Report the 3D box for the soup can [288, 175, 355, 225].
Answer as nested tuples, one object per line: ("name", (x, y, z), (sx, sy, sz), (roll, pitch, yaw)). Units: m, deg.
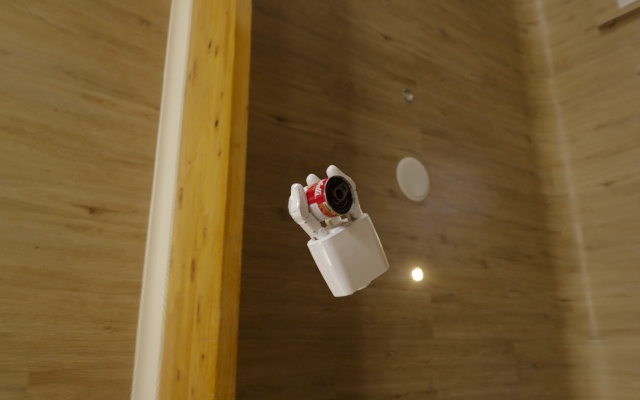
("soup can", (0.000, 0.002, 0.816), (0.068, 0.068, 0.102), (0, -13, -42))
